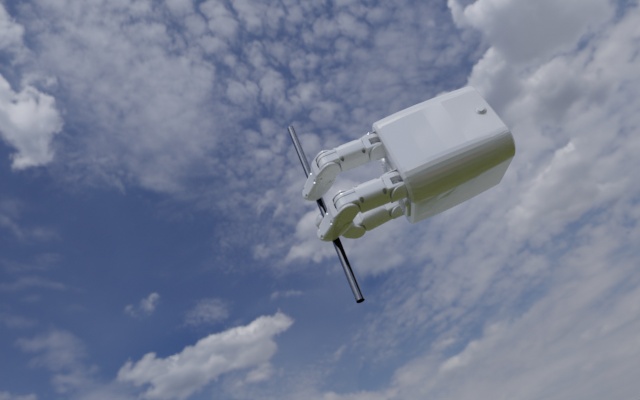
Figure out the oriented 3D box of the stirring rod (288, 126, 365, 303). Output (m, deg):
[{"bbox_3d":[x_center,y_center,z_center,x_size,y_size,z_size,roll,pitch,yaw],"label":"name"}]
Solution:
[{"bbox_3d":[0.000,0.002,0.501,0.011,0.239,0.011,-14,-38,-11],"label":"stirring rod"}]
